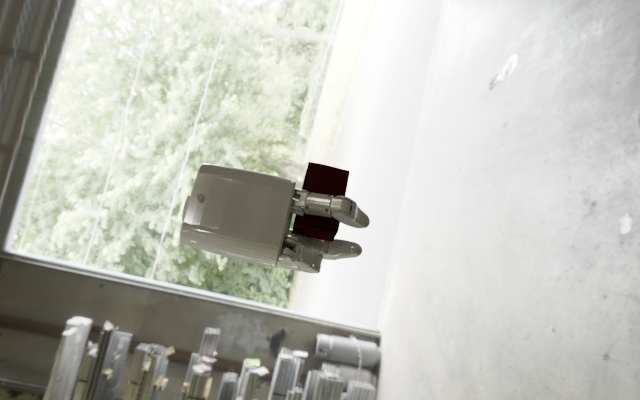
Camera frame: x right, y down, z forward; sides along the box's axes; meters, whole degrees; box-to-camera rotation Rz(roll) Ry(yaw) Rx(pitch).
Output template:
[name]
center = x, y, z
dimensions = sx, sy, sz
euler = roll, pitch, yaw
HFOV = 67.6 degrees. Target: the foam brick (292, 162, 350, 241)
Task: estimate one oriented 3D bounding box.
[foam brick]
center = 0.000, 0.002, 0.564
dimensions = 0.051, 0.078, 0.053
euler = 13, -19, -2
